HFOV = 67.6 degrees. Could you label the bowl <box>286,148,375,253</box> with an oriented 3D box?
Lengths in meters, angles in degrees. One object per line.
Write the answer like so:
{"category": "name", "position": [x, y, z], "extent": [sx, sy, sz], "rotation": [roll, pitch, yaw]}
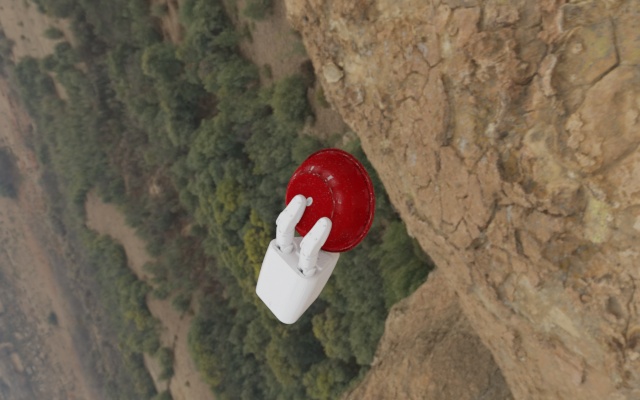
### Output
{"category": "bowl", "position": [0.000, 0.001, 0.714], "extent": [0.162, 0.162, 0.055], "rotation": [0, 4, 39]}
